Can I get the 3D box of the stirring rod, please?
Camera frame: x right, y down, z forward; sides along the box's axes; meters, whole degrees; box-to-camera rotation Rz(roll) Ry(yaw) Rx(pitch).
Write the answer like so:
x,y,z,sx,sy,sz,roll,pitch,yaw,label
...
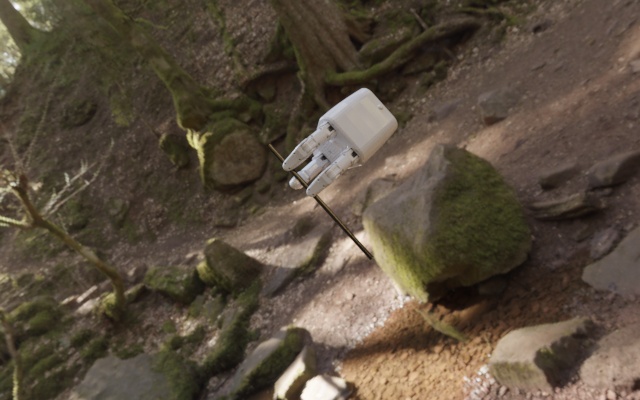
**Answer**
x,y,z,sx,sy,sz,roll,pitch,yaw,label
0.000,0.003,0.750,0.011,0.239,0.011,-42,2,1,stirring rod
